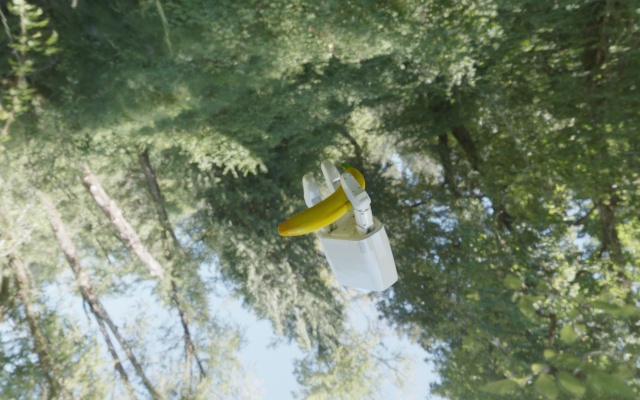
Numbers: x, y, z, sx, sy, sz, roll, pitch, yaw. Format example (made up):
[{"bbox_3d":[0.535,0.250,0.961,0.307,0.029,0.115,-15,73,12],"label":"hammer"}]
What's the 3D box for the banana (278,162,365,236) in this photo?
[{"bbox_3d":[0.017,0.002,0.747,0.069,0.037,0.197,6,36,37],"label":"banana"}]
